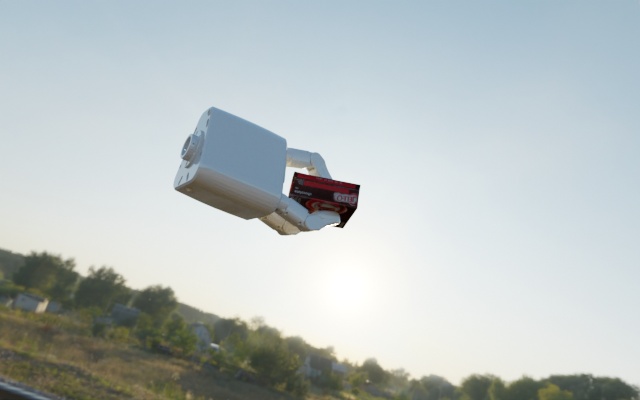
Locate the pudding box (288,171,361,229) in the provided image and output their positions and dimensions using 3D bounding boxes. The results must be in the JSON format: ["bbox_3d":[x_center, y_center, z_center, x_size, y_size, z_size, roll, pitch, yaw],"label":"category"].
[{"bbox_3d":[0.000,0.002,0.655,0.090,0.039,0.113,12,-16,-3],"label":"pudding box"}]
